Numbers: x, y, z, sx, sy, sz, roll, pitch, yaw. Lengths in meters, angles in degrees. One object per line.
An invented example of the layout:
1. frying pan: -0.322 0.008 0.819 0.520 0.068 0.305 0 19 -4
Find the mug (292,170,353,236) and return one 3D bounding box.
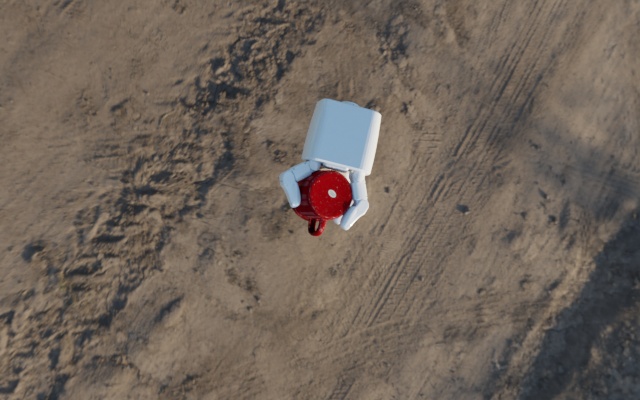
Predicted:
1. mug: 0.000 0.004 0.807 0.093 0.117 0.081 14 -5 -20
